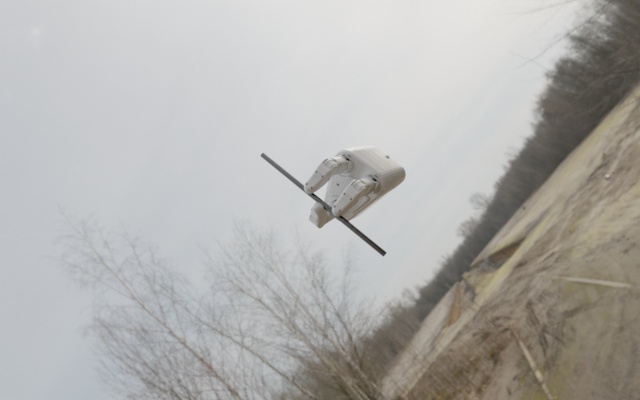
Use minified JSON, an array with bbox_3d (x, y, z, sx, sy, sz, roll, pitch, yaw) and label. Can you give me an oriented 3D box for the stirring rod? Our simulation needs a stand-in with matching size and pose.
[{"bbox_3d":[0.000,0.002,0.695,0.239,0.011,0.011,39,13,17],"label":"stirring rod"}]
